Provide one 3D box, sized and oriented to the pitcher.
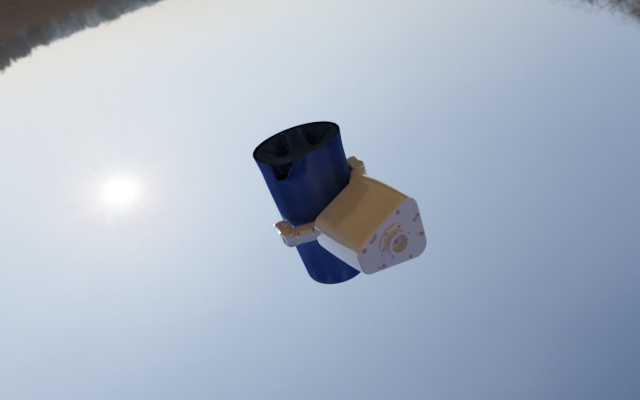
[{"bbox_3d":[0.000,0.003,0.754,0.149,0.243,0.145,-30,30,-19],"label":"pitcher"}]
